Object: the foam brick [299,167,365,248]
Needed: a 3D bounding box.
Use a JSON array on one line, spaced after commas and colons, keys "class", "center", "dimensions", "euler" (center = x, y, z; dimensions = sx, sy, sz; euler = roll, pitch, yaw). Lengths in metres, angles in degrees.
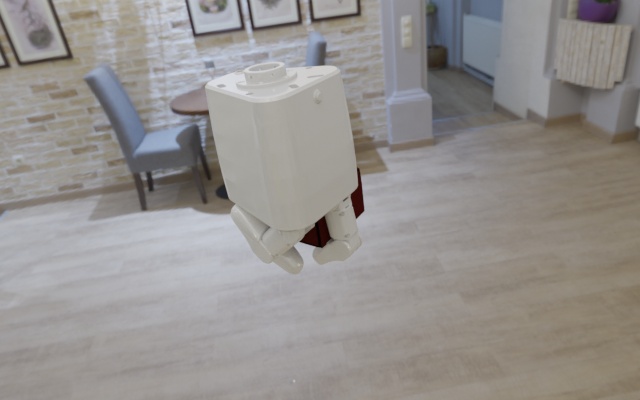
[{"class": "foam brick", "center": [0.000, 0.001, 0.467], "dimensions": [0.053, 0.051, 0.078], "euler": [12, 34, 35]}]
